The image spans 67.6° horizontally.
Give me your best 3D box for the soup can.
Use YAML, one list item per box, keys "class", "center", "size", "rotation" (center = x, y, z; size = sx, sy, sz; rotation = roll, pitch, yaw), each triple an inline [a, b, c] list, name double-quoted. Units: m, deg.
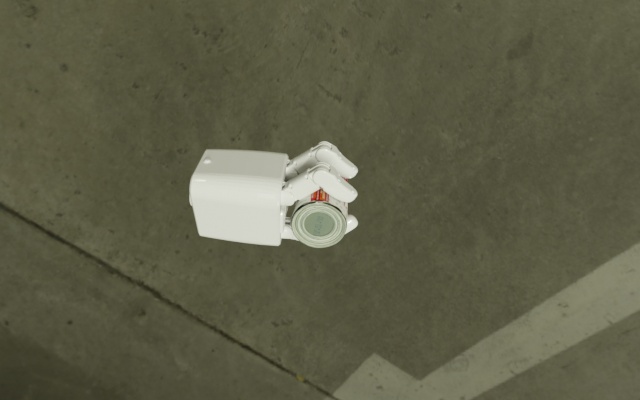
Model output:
- class: "soup can"
  center: [0.001, 0.002, 0.596]
  size: [0.068, 0.068, 0.102]
  rotation: [0, 33, 3]
